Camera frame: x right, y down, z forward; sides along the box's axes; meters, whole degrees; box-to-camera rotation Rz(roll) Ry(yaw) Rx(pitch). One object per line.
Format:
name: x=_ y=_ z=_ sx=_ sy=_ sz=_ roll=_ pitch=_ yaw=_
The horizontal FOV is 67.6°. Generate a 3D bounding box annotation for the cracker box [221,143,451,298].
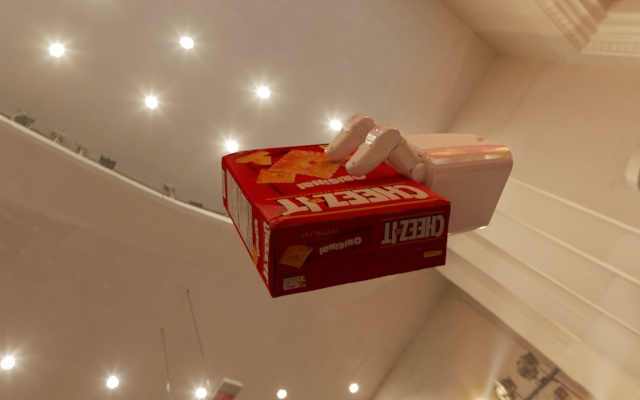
cracker box: x=0.000 y=0.002 z=0.480 sx=0.164 sy=0.072 sz=0.213 roll=-8 pitch=22 yaw=-19
